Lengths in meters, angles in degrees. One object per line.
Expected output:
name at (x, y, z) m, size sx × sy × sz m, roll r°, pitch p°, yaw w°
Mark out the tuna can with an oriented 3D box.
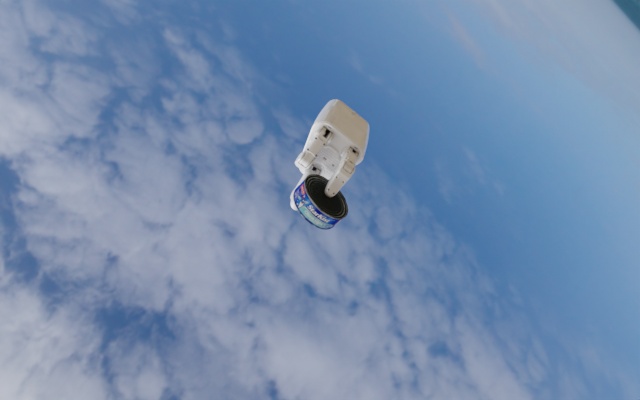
tuna can at (0.000, 0.003, 0.740) m, size 0.086 × 0.086 × 0.034 m, roll 0°, pitch -36°, yaw -51°
